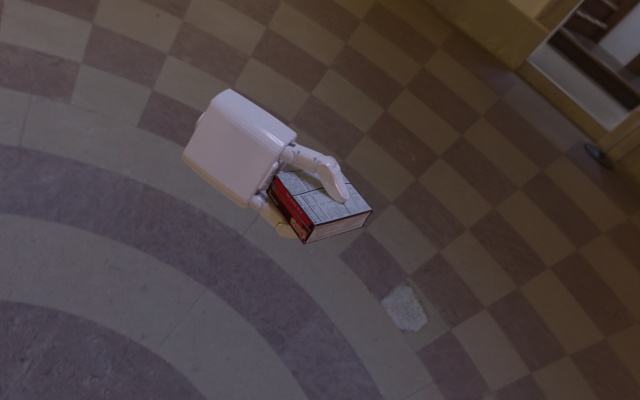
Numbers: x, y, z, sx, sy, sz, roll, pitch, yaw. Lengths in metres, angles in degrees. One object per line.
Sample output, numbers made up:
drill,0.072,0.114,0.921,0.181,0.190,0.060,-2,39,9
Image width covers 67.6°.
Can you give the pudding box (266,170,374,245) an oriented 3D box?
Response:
pudding box,0.000,0.002,0.609,0.113,0.090,0.039,-13,-33,-42
